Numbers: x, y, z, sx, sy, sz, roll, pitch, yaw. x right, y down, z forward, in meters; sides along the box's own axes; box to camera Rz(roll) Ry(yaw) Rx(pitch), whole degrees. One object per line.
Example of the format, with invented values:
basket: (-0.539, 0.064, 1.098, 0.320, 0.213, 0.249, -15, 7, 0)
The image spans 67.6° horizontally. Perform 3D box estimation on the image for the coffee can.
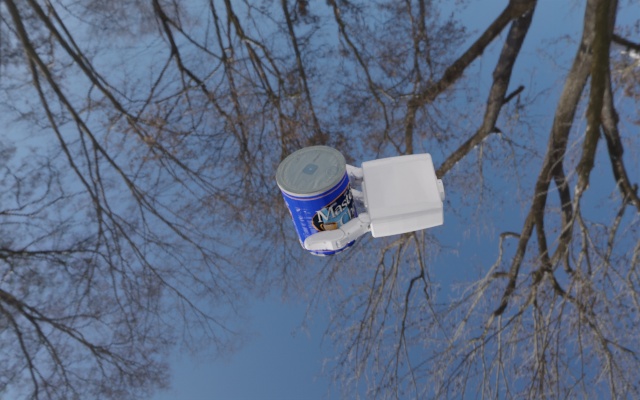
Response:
coffee can: (0.000, 0.002, 0.730, 0.103, 0.102, 0.140, 0, -44, 17)
